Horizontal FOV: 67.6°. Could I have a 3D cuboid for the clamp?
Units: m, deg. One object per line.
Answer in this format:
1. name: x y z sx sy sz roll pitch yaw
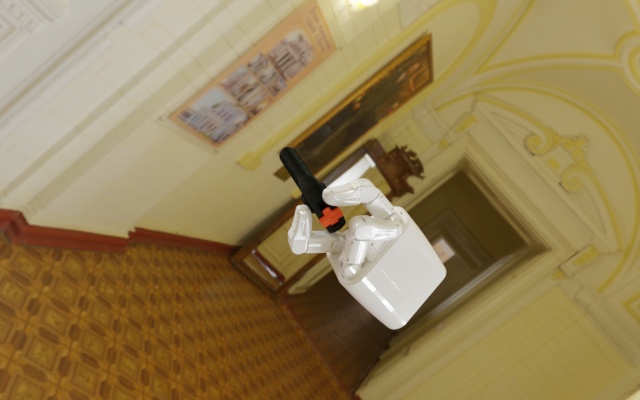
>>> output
1. clamp: 0.001 0.002 0.616 0.039 0.120 0.171 -39 30 5
